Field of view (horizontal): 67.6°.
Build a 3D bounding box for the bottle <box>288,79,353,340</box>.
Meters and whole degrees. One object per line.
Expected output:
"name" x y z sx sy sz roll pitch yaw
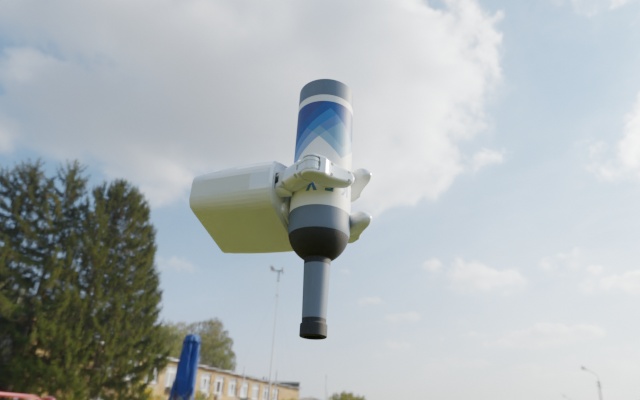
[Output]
"bottle" 0.000 0.001 0.529 0.069 0.295 0.069 3 -26 1
